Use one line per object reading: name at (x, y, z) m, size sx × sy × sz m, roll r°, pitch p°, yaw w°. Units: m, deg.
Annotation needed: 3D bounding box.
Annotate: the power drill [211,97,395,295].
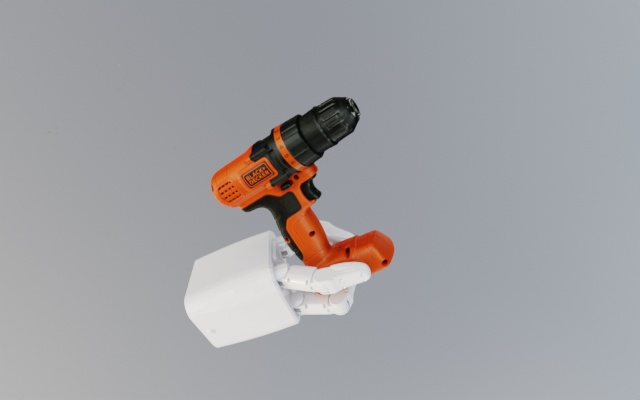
power drill at (0.000, 0.002, 0.515) m, size 0.184 × 0.188 × 0.057 m, roll -29°, pitch 18°, yaw 26°
